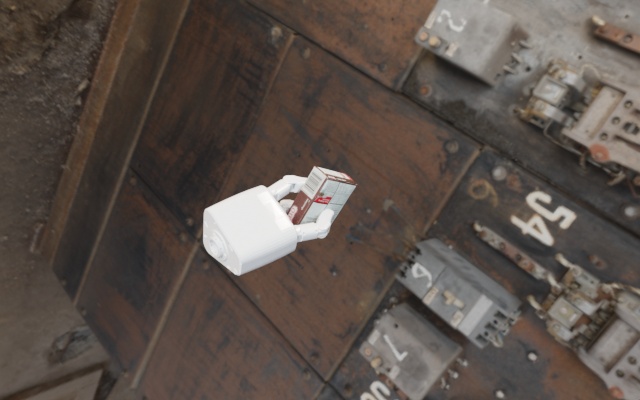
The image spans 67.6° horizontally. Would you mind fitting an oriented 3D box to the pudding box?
[{"bbox_3d":[0.000,0.003,0.819,0.090,0.113,0.039,9,30,-52],"label":"pudding box"}]
